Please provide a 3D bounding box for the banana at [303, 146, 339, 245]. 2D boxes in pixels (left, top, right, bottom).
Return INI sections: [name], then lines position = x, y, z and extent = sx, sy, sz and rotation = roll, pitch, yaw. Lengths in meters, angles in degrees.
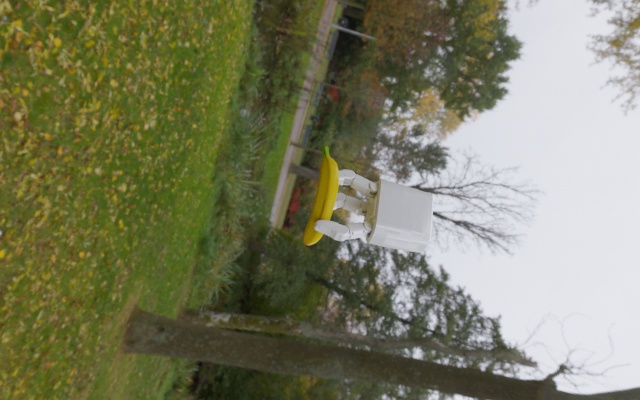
[banana]
position = 0.003, 0.008, 0.849
extent = 0.037, 0.198, 0.069
rotation = 9, 24, -10
